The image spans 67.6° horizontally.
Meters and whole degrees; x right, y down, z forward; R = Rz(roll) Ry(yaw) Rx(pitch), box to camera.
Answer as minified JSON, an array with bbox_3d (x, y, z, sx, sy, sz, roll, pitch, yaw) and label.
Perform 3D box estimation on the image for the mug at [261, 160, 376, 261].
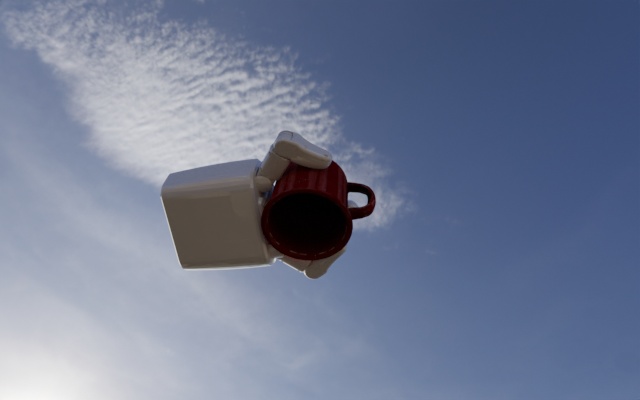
[{"bbox_3d":[0.001,0.001,0.509,0.117,0.093,0.081,-7,35,9],"label":"mug"}]
